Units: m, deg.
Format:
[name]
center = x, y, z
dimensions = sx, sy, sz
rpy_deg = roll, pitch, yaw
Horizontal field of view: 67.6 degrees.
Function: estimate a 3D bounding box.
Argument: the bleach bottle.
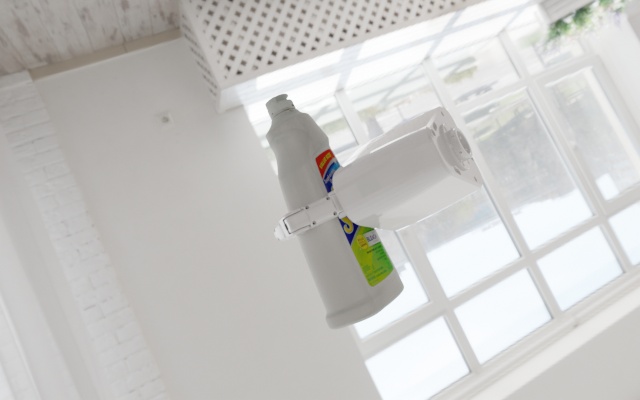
[bleach bottle]
center = 0.000, 0.002, 0.514
dimensions = 0.068, 0.251, 0.102
rpy_deg = -29, -6, 31
